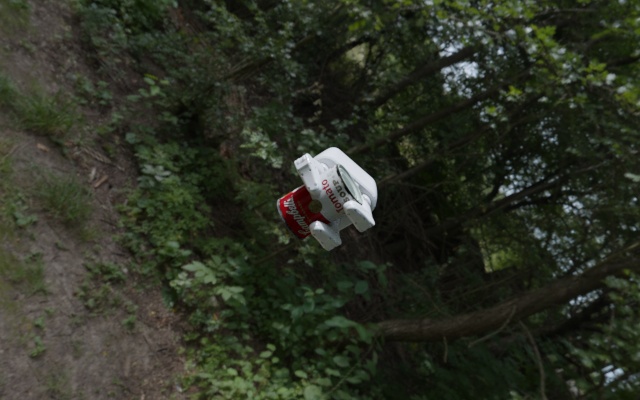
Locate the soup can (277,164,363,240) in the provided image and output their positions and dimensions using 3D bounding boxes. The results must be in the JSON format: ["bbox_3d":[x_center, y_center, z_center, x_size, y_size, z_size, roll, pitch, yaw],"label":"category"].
[{"bbox_3d":[0.000,0.002,0.667,0.102,0.068,0.068,-31,-9,15],"label":"soup can"}]
